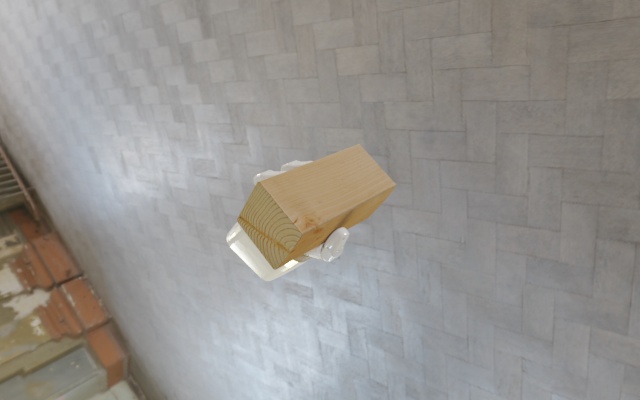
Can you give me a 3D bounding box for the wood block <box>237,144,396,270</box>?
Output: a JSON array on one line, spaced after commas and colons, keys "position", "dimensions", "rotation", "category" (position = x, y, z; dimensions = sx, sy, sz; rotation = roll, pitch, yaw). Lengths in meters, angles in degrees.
[{"position": [0.000, 0.003, 0.673], "dimensions": [0.206, 0.091, 0.090], "rotation": [-26, -20, -44], "category": "wood block"}]
